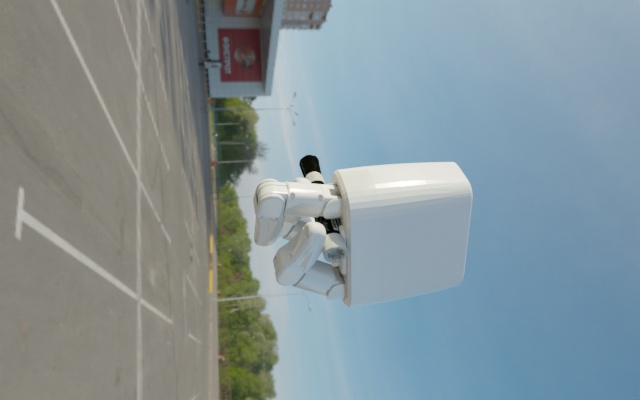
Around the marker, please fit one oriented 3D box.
[{"bbox_3d":[0.000,0.001,0.406,0.020,0.020,0.121,0,42,-15],"label":"marker"}]
